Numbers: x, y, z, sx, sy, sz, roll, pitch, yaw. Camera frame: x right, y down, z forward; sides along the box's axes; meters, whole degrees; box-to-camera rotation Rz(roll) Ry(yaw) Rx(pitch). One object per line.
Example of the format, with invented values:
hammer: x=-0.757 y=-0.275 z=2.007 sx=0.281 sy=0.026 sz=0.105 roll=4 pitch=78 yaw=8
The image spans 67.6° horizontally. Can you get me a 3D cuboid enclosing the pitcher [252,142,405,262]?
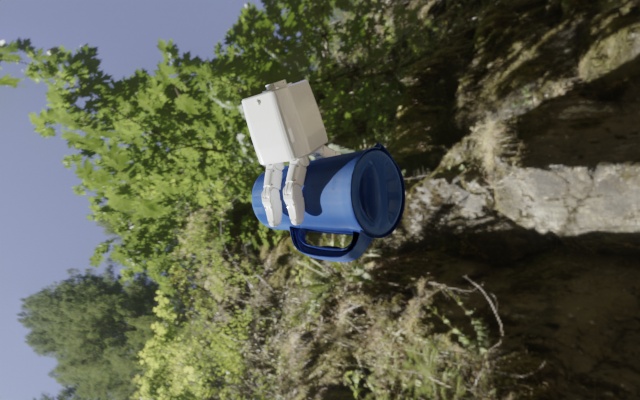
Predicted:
pitcher: x=0.000 y=0.002 z=0.766 sx=0.243 sy=0.145 sz=0.149 roll=-3 pitch=20 yaw=43
